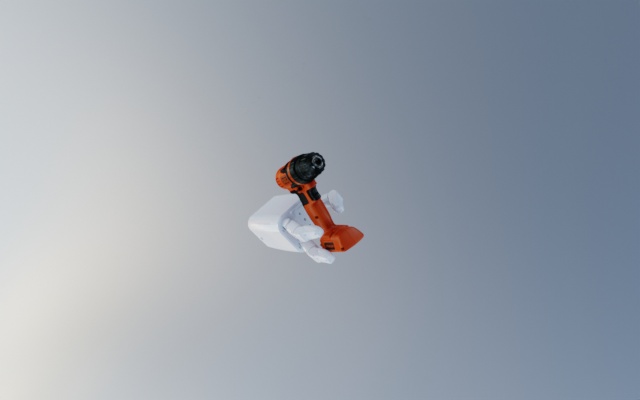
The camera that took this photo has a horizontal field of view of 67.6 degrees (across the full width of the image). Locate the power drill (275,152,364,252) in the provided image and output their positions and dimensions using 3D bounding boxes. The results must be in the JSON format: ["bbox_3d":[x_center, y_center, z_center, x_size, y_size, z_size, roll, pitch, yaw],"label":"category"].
[{"bbox_3d":[0.000,0.003,0.860,0.057,0.187,0.184,-34,7,-19],"label":"power drill"}]
